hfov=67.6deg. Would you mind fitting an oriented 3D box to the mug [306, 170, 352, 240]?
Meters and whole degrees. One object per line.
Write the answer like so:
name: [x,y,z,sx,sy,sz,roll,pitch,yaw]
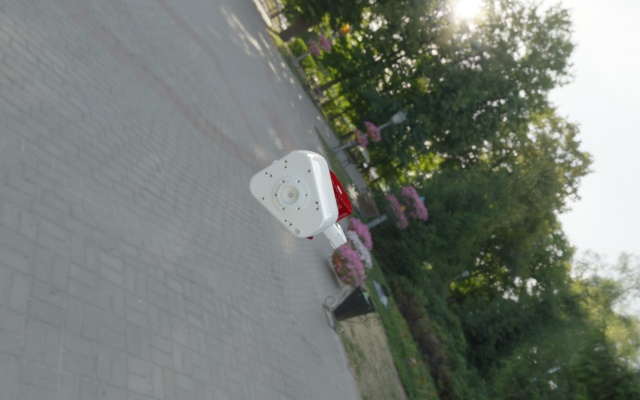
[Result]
mug: [0.001,0.002,0.777,0.081,0.093,0.117,-29,-2,10]
